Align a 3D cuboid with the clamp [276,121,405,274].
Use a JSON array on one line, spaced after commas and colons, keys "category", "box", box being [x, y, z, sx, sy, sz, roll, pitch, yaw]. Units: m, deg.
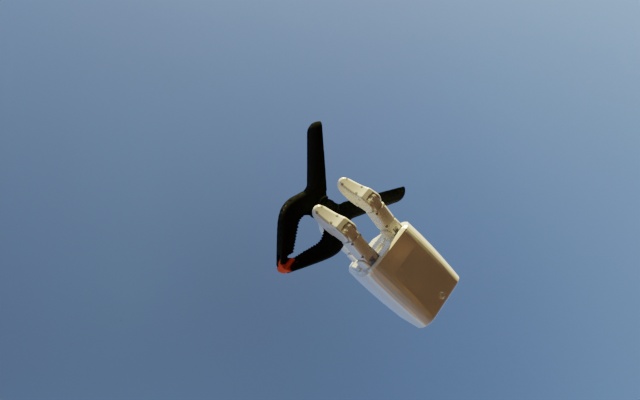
[{"category": "clamp", "box": [0.000, 0.003, 0.635, 0.210, 0.164, 0.036, -48, 2, -25]}]
